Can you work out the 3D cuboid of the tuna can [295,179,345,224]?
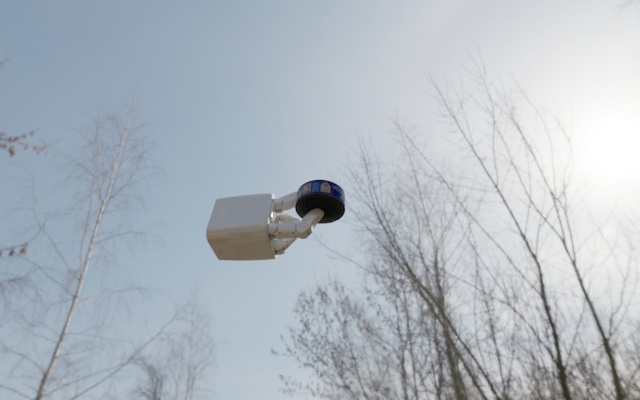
[{"bbox_3d":[0.000,0.002,0.821,0.086,0.033,0.086,2,-38,2],"label":"tuna can"}]
